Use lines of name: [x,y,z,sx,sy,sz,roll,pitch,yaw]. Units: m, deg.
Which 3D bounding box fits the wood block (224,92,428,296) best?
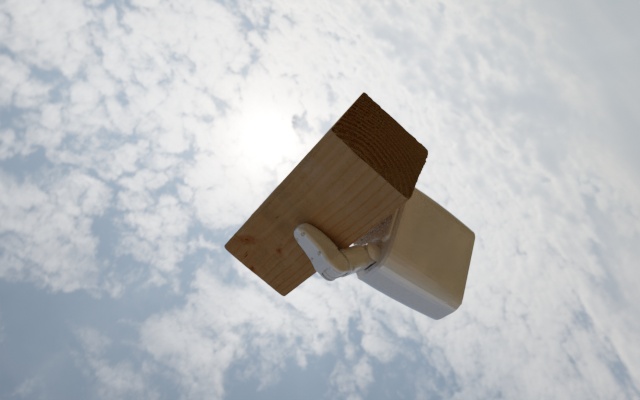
wood block: [0.000,0.002,0.489,0.206,0.090,0.090,-44,8,40]
